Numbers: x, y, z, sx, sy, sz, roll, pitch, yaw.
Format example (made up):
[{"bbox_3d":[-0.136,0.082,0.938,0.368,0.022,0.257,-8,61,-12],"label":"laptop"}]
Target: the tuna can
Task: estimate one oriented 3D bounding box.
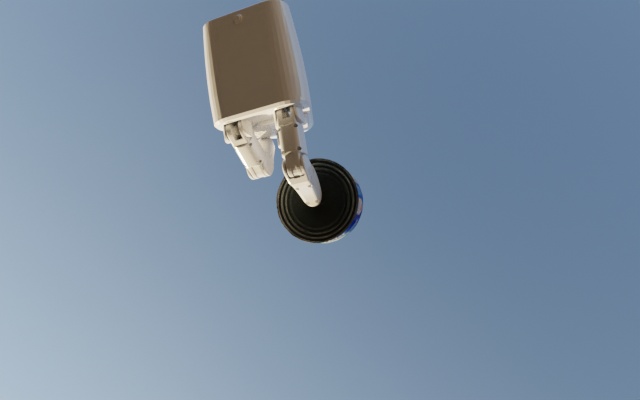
[{"bbox_3d":[0.000,0.002,0.493,0.086,0.086,0.034,0,-6,15],"label":"tuna can"}]
